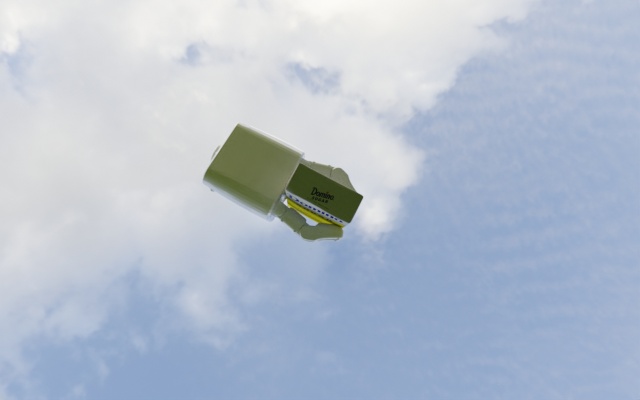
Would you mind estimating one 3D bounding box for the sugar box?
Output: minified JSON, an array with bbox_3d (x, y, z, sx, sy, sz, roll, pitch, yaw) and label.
[{"bbox_3d":[0.000,0.003,0.666,0.093,0.048,0.176,28,-6,1],"label":"sugar box"}]
